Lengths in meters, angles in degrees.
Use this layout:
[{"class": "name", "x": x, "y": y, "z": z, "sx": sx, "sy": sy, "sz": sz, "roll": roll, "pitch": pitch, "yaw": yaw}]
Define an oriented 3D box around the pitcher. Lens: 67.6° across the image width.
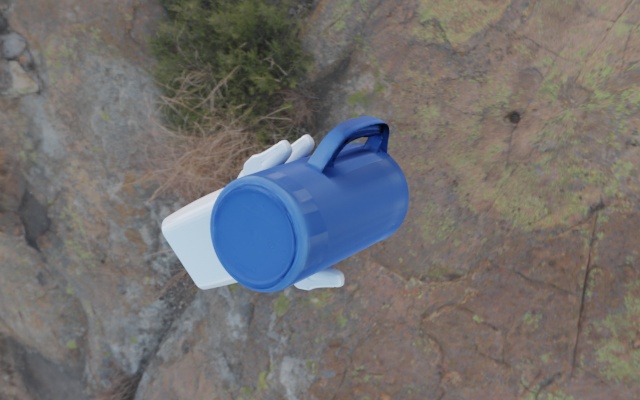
[{"class": "pitcher", "x": 0.000, "y": 0.002, "z": 0.519, "sx": 0.145, "sy": 0.149, "sz": 0.243, "roll": -19, "pitch": 0, "yaw": 30}]
